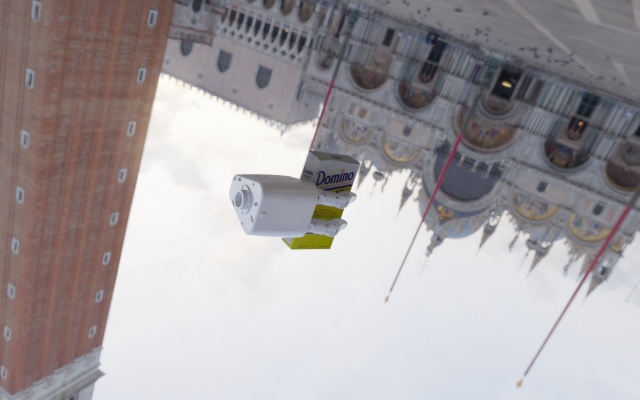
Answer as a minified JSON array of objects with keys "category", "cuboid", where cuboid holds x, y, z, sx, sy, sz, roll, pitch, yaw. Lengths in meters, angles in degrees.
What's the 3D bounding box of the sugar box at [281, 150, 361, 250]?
[{"category":"sugar box","cuboid":[0.000,0.003,0.851,0.093,0.176,0.048,2,27,-37]}]
